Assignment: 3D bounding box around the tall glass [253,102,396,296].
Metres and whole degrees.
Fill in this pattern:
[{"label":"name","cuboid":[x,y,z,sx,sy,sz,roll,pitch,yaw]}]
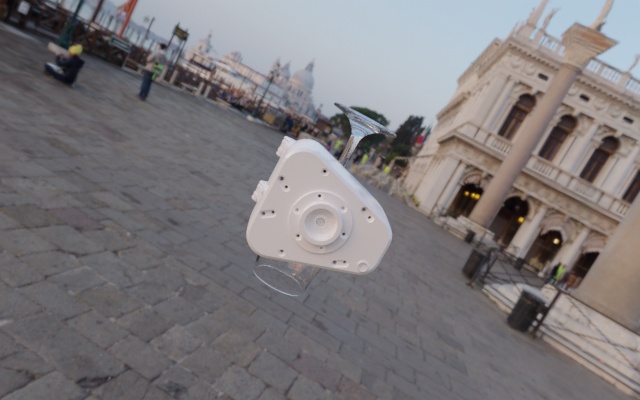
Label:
[{"label":"tall glass","cuboid":[0.000,0.001,0.512,0.079,0.201,0.079,28,8,-4]}]
